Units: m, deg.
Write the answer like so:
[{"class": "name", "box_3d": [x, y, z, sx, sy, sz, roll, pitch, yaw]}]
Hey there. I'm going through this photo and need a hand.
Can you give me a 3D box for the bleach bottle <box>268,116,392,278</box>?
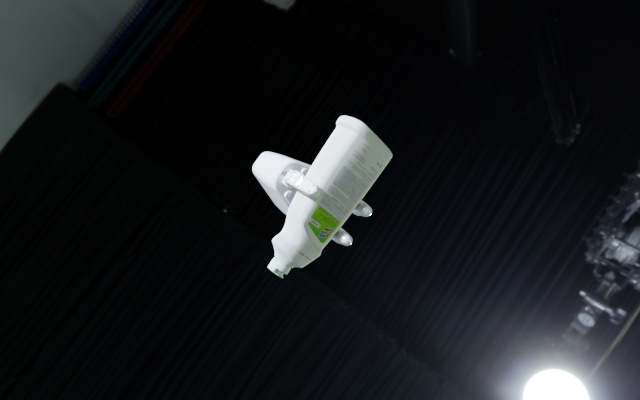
[{"class": "bleach bottle", "box_3d": [0.000, 0.002, 0.718, 0.103, 0.251, 0.068, 39, -5, -35]}]
